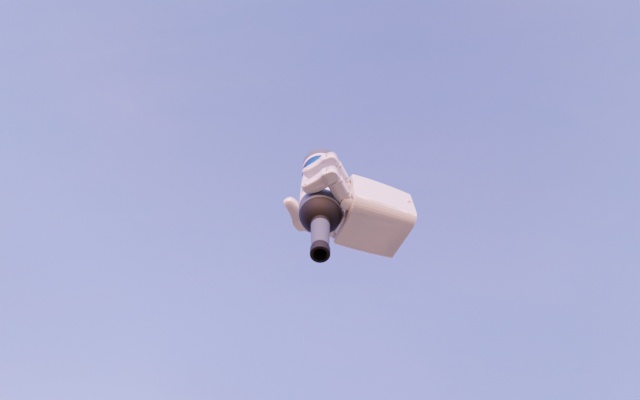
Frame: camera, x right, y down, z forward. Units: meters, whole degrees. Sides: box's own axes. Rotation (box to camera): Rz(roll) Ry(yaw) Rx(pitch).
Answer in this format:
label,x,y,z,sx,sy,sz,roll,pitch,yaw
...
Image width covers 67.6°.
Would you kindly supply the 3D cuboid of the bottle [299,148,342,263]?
label,x,y,z,sx,sy,sz,roll,pitch,yaw
bottle,0.000,0.002,0.758,0.069,0.069,0.295,0,28,0
